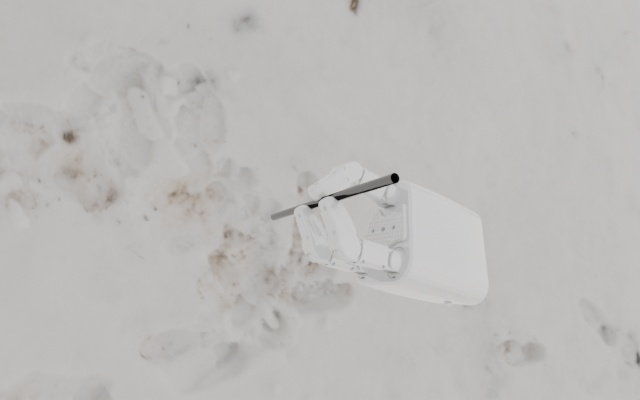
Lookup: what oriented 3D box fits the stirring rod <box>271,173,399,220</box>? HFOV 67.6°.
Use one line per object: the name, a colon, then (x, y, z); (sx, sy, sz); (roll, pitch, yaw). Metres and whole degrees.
stirring rod: (0.000, 0.001, 0.458); (0.011, 0.011, 0.239); (0, -9, -28)
